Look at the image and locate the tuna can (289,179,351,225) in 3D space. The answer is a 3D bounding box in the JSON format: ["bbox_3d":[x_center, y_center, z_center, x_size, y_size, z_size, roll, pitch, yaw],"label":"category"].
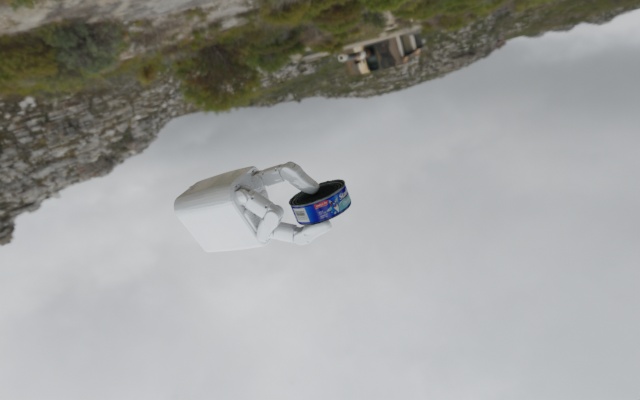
[{"bbox_3d":[0.000,0.003,0.685,0.086,0.034,0.086,-20,16,6],"label":"tuna can"}]
